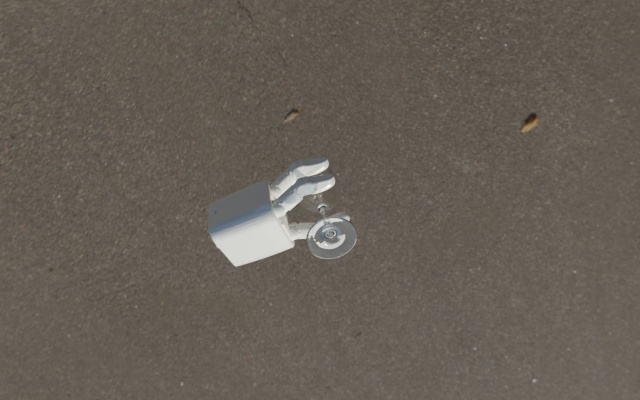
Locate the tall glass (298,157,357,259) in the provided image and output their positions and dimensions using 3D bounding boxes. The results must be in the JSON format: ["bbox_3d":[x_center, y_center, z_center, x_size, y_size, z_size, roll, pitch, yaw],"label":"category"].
[{"bbox_3d":[0.000,0.003,0.764,0.079,0.079,0.201,0,32,-10],"label":"tall glass"}]
